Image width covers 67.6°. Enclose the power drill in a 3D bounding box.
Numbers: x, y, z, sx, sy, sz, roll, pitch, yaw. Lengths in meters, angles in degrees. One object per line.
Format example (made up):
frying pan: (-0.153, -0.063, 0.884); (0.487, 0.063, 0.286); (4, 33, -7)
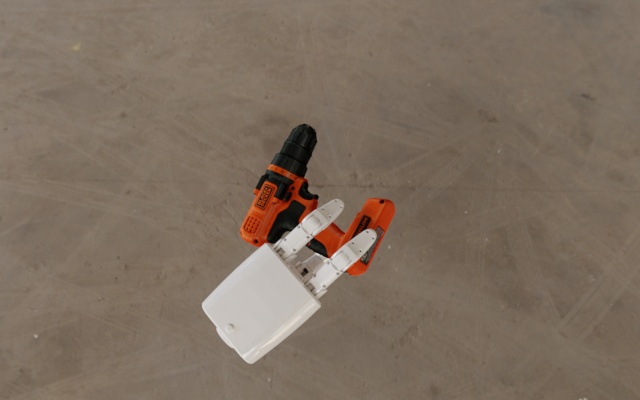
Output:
power drill: (0.000, 0.002, 0.636); (0.187, 0.184, 0.057); (24, -4, 27)
